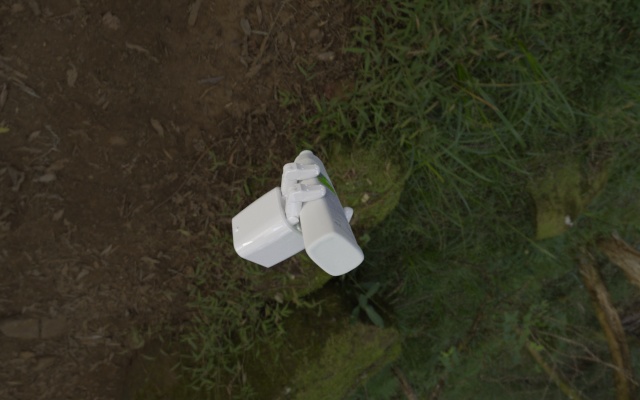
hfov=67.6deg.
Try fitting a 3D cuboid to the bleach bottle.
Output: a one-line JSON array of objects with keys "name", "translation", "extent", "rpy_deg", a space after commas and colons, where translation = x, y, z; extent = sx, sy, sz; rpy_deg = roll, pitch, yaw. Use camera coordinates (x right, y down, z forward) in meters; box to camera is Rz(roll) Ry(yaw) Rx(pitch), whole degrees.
[{"name": "bleach bottle", "translation": [0.000, 0.003, 0.823], "extent": [0.068, 0.250, 0.103], "rpy_deg": [-32, -49, 15]}]
